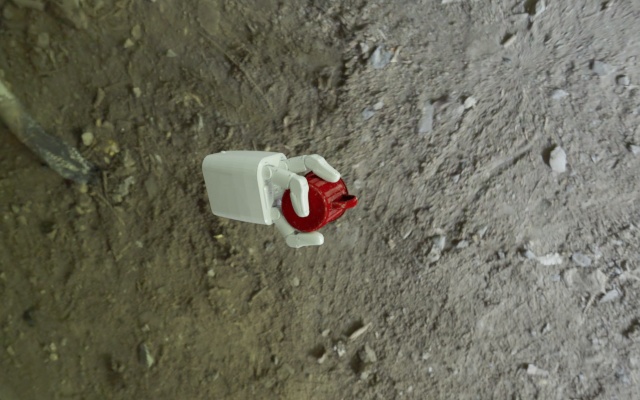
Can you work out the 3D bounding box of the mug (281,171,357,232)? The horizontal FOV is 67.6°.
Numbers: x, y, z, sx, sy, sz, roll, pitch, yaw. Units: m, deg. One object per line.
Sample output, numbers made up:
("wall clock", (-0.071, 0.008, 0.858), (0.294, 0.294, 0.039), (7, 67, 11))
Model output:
("mug", (0.001, 0.003, 0.759), (0.117, 0.093, 0.081), (5, 16, 22))
